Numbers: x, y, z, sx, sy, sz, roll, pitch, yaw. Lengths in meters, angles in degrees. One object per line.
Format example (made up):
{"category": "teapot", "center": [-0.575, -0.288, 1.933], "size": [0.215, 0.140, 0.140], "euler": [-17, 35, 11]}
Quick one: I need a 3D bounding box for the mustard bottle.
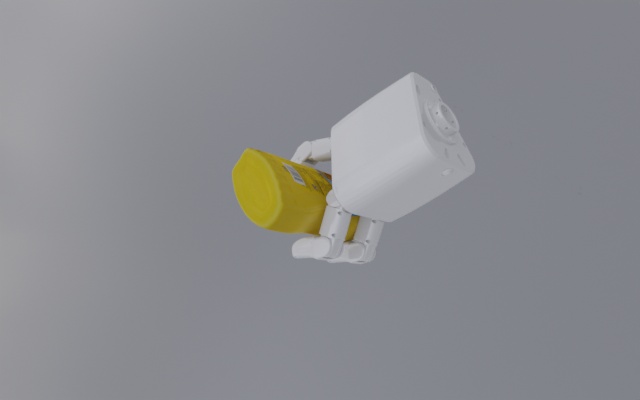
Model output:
{"category": "mustard bottle", "center": [0.000, 0.002, 0.530], "size": [0.192, 0.058, 0.096], "euler": [14, 30, -45]}
